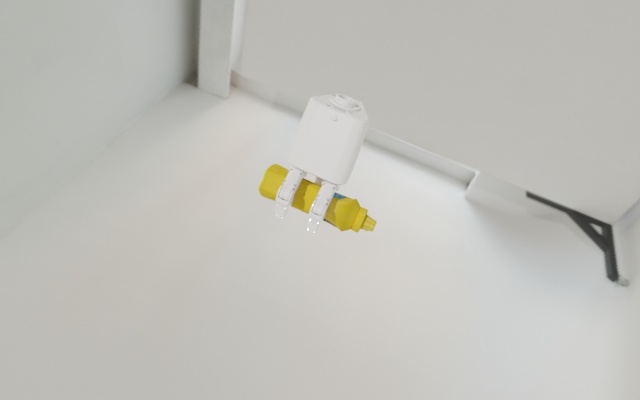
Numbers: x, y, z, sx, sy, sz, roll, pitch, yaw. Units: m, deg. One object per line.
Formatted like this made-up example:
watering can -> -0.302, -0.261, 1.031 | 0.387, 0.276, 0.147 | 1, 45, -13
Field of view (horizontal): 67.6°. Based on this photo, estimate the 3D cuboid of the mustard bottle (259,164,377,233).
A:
mustard bottle -> 0.000, 0.003, 0.773 | 0.191, 0.058, 0.096 | 24, 2, 6
